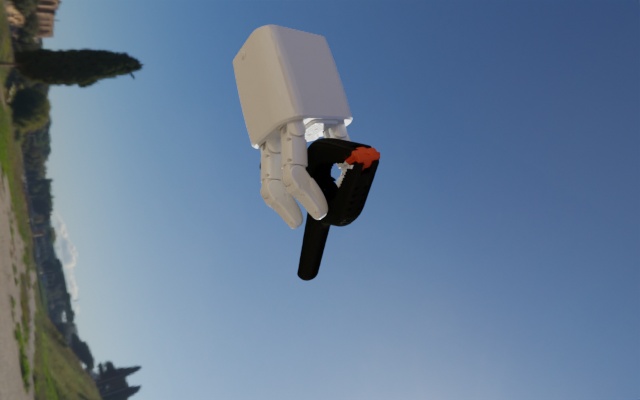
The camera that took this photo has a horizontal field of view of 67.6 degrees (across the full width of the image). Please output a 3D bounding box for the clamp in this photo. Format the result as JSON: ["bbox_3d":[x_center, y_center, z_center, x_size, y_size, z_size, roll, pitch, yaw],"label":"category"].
[{"bbox_3d":[0.001,0.001,0.526,0.036,0.164,0.210,-15,-5,-32],"label":"clamp"}]
